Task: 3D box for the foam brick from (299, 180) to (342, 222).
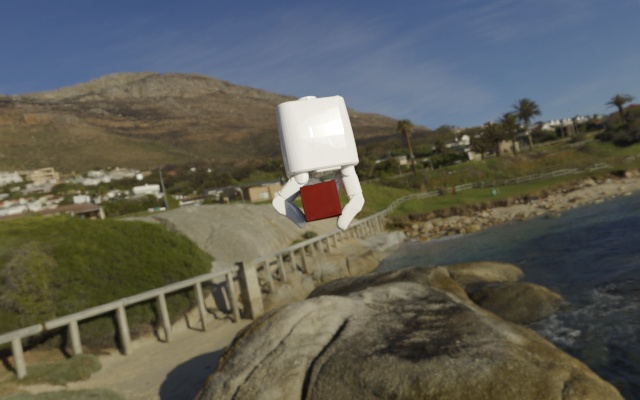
[{"bbox_3d":[0.000,0.002,0.696,0.053,0.051,0.078,-11,-3,-1],"label":"foam brick"}]
